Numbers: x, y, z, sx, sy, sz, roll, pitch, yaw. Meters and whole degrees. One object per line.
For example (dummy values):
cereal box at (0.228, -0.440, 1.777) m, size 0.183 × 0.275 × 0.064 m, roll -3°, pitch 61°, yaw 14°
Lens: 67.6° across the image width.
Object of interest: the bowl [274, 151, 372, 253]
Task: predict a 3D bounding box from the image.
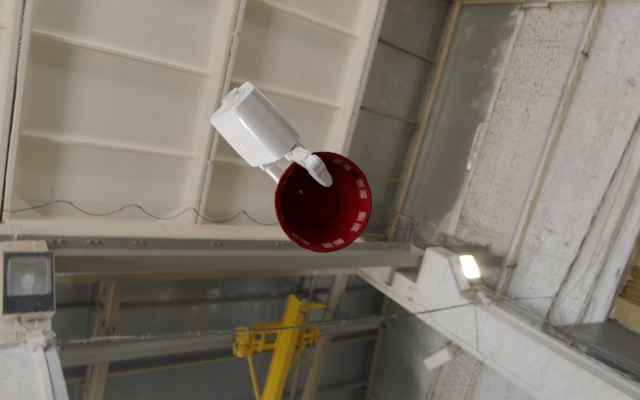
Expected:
bowl at (0.001, 0.004, 0.784) m, size 0.162 × 0.162 × 0.055 m, roll 0°, pitch -1°, yaw -15°
